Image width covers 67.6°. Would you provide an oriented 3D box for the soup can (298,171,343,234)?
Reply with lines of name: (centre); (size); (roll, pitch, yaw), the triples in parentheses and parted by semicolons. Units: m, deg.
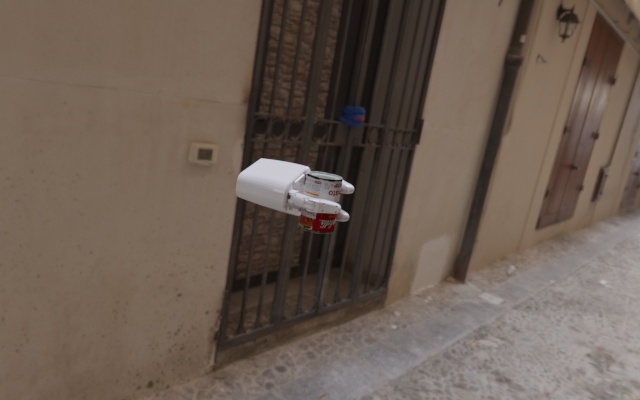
soup can: (0.001, 0.003, 0.879); (0.068, 0.102, 0.068); (9, 13, -2)
